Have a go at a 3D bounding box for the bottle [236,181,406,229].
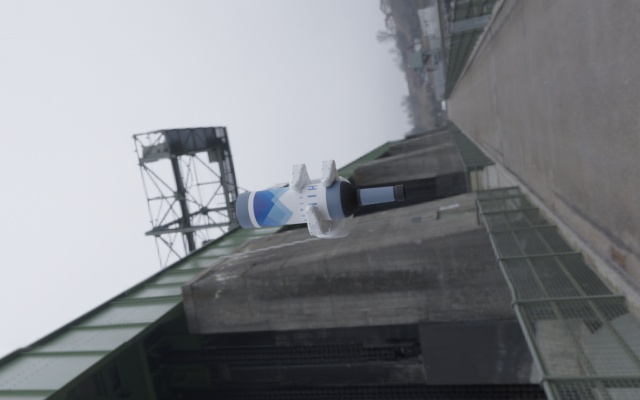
[{"bbox_3d":[0.000,0.003,0.839,0.296,0.069,0.069,-7,-2,15],"label":"bottle"}]
